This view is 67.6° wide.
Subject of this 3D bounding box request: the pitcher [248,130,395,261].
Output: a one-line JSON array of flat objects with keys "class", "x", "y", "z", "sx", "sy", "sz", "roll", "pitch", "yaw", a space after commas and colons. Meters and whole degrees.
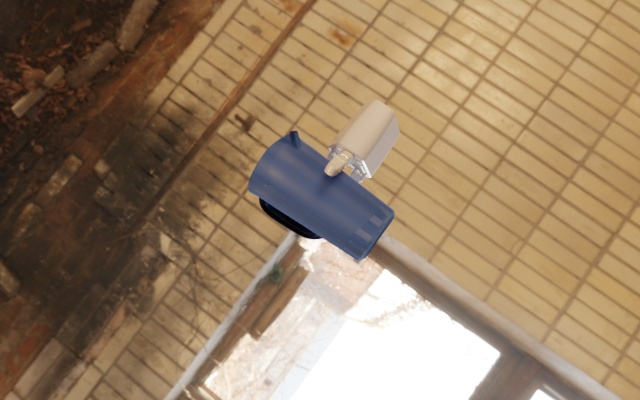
[{"class": "pitcher", "x": 0.000, "y": 0.003, "z": 0.846, "sx": 0.243, "sy": 0.145, "sz": 0.149, "roll": 36, "pitch": -6, "yaw": 8}]
